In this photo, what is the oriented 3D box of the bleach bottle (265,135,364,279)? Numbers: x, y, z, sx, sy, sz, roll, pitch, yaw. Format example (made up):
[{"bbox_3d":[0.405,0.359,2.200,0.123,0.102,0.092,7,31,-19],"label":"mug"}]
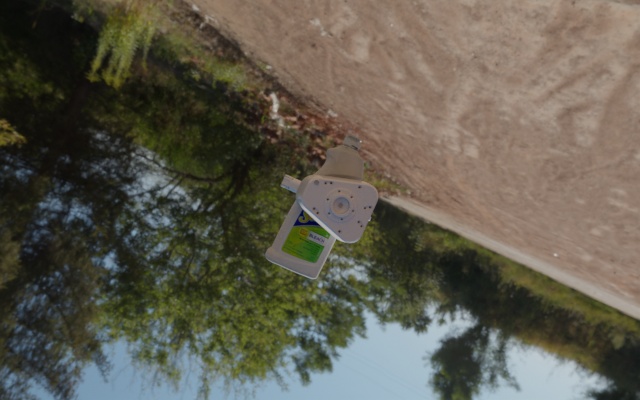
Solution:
[{"bbox_3d":[0.000,0.003,0.828,0.102,0.251,0.068,24,0,-6],"label":"bleach bottle"}]
